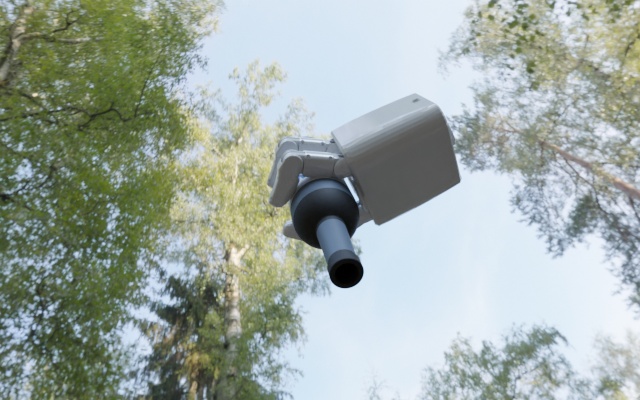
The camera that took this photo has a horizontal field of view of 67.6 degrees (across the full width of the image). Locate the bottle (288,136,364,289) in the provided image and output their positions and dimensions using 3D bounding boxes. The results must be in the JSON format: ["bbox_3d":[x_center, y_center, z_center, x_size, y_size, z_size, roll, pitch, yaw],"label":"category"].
[{"bbox_3d":[0.000,0.002,0.502,0.069,0.069,0.295,0,22,-9],"label":"bottle"}]
